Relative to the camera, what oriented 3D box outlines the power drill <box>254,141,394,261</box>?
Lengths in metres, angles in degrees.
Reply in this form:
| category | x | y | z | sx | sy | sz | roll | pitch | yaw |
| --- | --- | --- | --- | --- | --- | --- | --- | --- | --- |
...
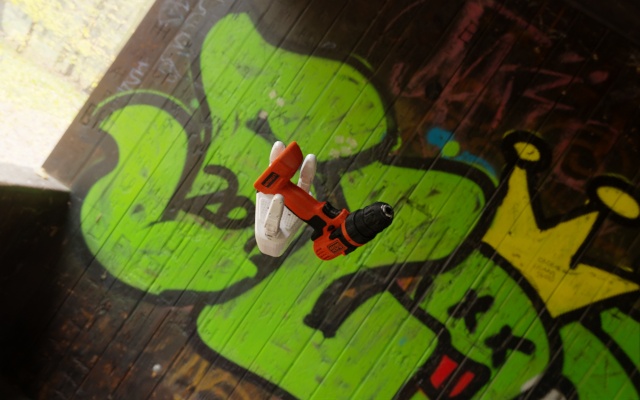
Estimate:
| category | x | y | z | sx | sy | sz | roll | pitch | yaw |
| --- | --- | --- | --- | --- | --- | --- | --- | --- | --- |
| power drill | 0.000 | 0.002 | 0.723 | 0.184 | 0.187 | 0.057 | -38 | 9 | 49 |
